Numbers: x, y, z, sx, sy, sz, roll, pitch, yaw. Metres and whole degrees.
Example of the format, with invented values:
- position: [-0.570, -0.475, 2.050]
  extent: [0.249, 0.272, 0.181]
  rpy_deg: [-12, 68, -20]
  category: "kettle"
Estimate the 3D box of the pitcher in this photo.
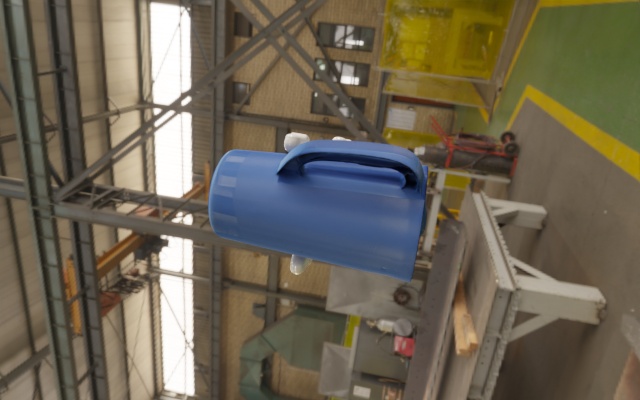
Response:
- position: [0.000, 0.002, 0.551]
  extent: [0.243, 0.149, 0.145]
  rpy_deg: [9, 7, 9]
  category: "pitcher"
